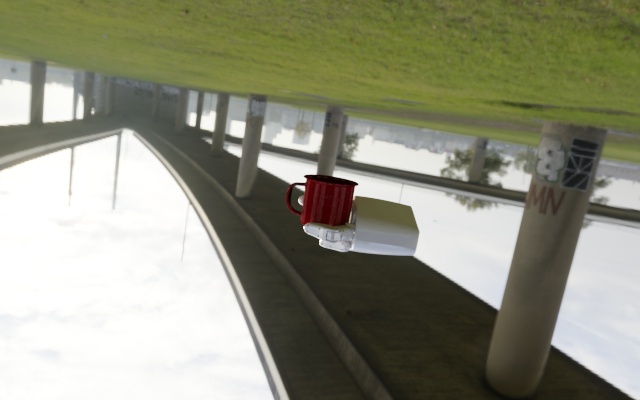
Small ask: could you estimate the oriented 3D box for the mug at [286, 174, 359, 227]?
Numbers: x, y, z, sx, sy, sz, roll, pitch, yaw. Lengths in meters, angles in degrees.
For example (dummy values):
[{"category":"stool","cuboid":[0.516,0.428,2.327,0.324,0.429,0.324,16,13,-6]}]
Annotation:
[{"category":"mug","cuboid":[-0.001,0.003,0.797,0.117,0.081,0.093,8,10,-2]}]
